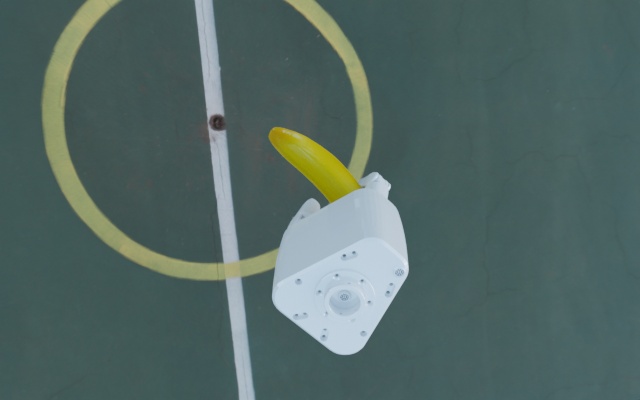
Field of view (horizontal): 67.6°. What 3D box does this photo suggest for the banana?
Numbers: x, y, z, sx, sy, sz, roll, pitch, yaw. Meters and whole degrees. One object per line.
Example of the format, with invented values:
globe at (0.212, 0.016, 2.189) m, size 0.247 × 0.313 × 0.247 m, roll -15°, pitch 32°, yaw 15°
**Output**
banana at (0.017, -0.001, 0.517) m, size 0.069 × 0.198 × 0.037 m, roll -18°, pitch 24°, yaw 30°
